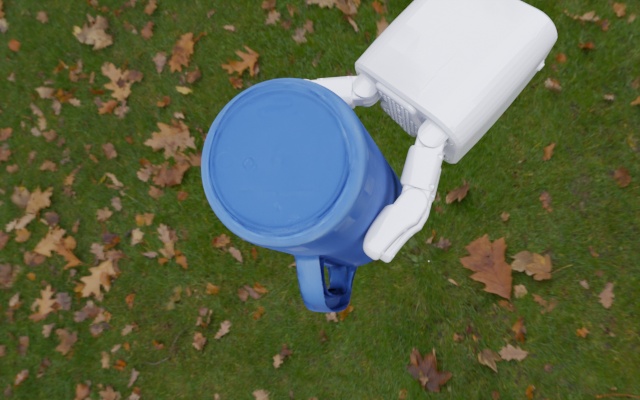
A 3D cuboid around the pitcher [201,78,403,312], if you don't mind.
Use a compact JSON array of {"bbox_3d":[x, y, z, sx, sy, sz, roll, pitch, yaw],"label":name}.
[{"bbox_3d":[0.000,0.001,0.401,0.145,0.149,0.243,-45,-14,4],"label":"pitcher"}]
